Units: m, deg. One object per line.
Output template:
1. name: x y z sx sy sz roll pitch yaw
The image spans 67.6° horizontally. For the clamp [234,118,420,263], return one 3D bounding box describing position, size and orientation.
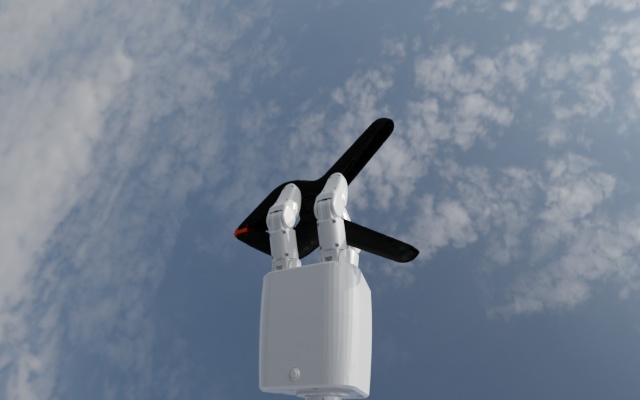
1. clamp: 0.000 0.002 0.515 0.210 0.164 0.036 -13 -32 27
